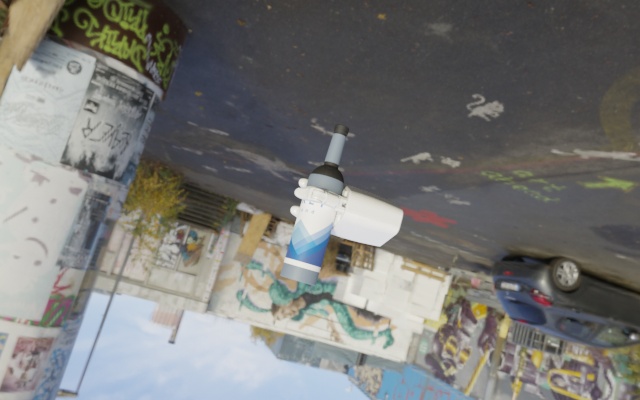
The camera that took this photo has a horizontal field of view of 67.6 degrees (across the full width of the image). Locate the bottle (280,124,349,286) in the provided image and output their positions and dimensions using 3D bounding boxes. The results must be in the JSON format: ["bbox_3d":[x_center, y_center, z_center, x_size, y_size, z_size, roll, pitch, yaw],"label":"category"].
[{"bbox_3d":[0.000,0.003,0.871,0.069,0.295,0.069,16,-8,2],"label":"bottle"}]
